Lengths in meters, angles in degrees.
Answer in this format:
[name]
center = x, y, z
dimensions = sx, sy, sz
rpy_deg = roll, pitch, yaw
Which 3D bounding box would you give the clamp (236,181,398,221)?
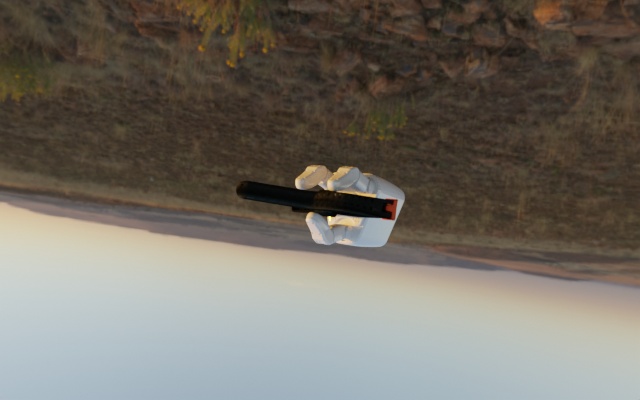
[clamp]
center = 0.001, 0.003, 0.660
dimensions = 0.210, 0.036, 0.164
rpy_deg = 5, -5, 34
